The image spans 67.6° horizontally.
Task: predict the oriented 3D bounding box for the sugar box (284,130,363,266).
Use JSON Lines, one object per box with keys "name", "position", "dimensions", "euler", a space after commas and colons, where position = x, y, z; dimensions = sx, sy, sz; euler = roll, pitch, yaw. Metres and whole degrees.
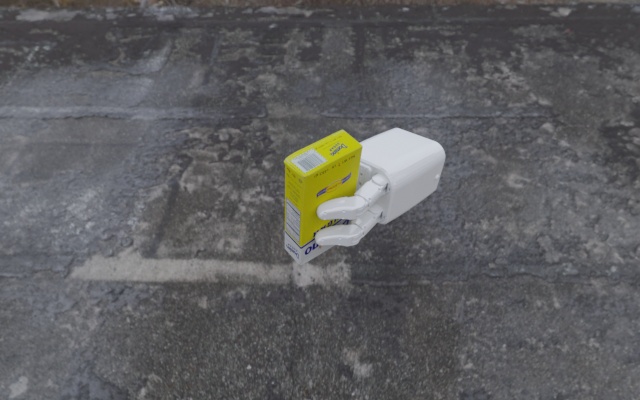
{"name": "sugar box", "position": [0.001, 0.002, 0.624], "dimensions": [0.093, 0.176, 0.048], "euler": [-29, 53, -26]}
